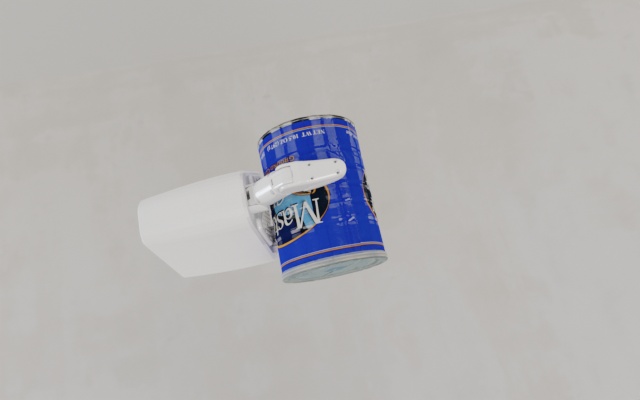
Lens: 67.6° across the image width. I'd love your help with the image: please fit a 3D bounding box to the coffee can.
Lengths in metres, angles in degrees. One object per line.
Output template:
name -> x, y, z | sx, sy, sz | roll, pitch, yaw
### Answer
coffee can -> 0.000, 0.002, 0.472 | 0.103, 0.140, 0.103 | -11, -15, -3
